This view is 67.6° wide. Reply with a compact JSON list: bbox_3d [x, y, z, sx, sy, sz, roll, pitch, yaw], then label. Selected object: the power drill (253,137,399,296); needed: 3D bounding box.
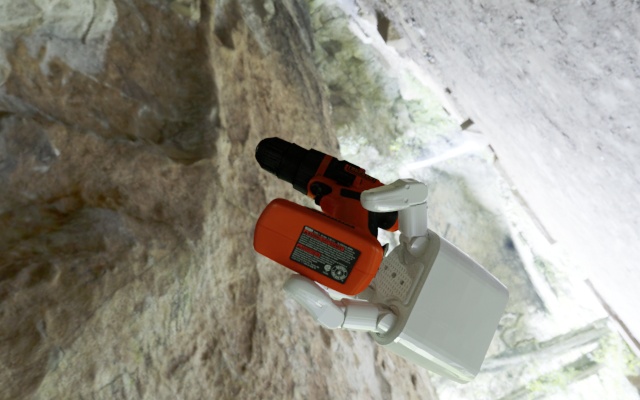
[{"bbox_3d":[0.000,0.002,0.464,0.184,0.057,0.187,24,24,2],"label":"power drill"}]
